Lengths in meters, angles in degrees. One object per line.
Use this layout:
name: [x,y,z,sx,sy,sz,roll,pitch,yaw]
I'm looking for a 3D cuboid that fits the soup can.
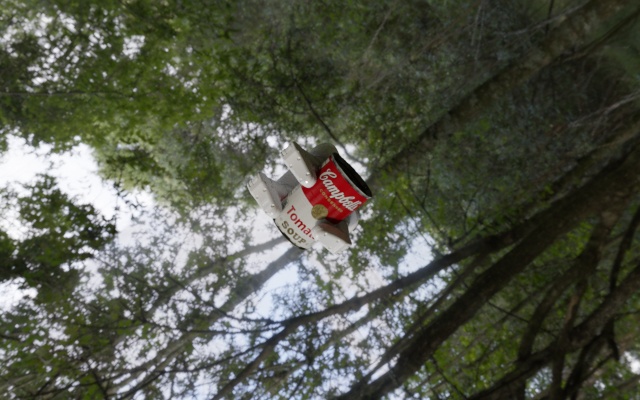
soup can: [0.000,0.002,0.560,0.102,0.068,0.068,-41,-13,15]
